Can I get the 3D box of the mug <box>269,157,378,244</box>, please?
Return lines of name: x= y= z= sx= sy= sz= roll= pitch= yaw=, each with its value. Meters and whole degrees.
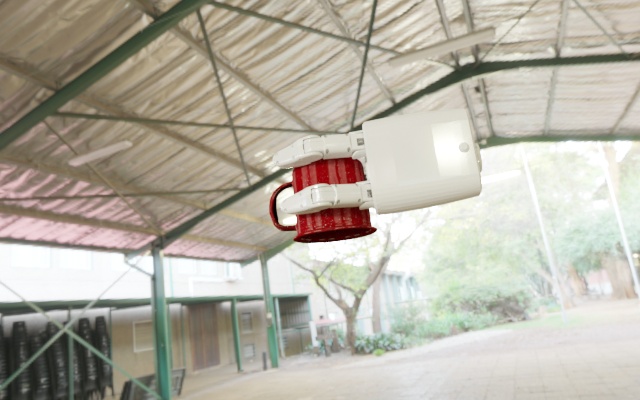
mug: x=-0.001 y=0.002 z=0.533 sx=0.117 sy=0.081 sz=0.093 roll=-8 pitch=-13 yaw=8
